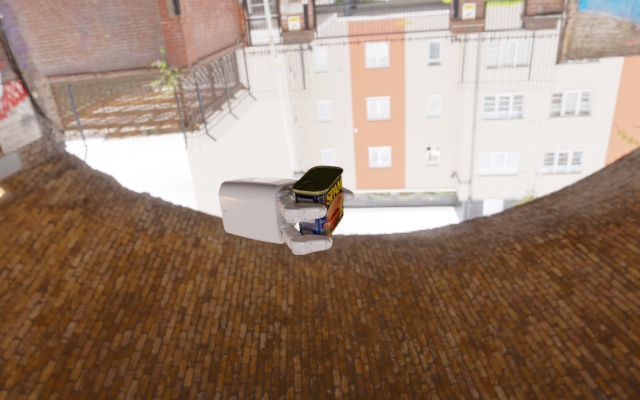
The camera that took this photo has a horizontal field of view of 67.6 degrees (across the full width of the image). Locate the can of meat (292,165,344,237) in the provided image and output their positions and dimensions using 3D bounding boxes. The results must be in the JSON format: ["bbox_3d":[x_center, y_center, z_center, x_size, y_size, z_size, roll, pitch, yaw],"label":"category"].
[{"bbox_3d":[0.000,0.003,0.747,0.057,0.084,0.102,6,27,21],"label":"can of meat"}]
